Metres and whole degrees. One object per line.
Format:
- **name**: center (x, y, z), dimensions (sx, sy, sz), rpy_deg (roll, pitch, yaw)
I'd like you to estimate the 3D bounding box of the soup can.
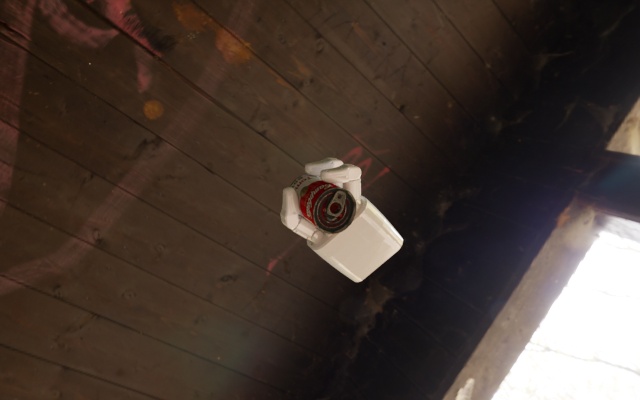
- **soup can**: center (0.000, 0.002, 0.710), dimensions (0.068, 0.068, 0.102), rpy_deg (0, 14, -26)
